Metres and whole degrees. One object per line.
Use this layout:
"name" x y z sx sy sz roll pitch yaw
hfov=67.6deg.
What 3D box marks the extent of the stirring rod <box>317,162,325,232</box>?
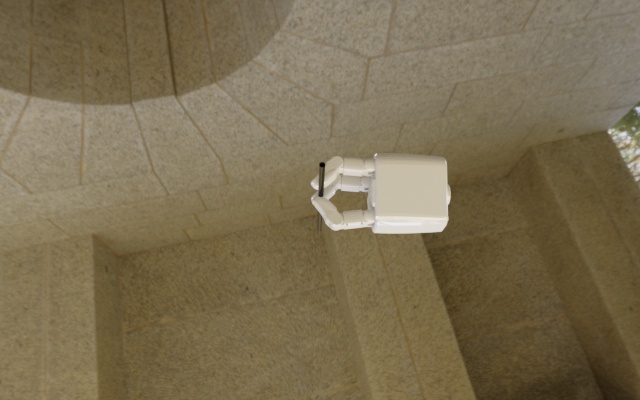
"stirring rod" 0.000 0.002 0.734 0.011 0.011 0.240 0 -24 -1
